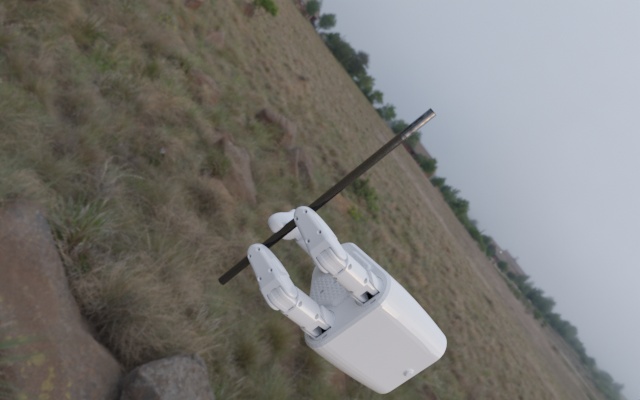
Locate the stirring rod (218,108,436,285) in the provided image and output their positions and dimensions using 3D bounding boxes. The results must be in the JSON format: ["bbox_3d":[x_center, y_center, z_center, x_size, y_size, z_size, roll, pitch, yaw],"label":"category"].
[{"bbox_3d":[0.000,0.001,0.414,0.239,0.011,0.011,-39,-10,13],"label":"stirring rod"}]
